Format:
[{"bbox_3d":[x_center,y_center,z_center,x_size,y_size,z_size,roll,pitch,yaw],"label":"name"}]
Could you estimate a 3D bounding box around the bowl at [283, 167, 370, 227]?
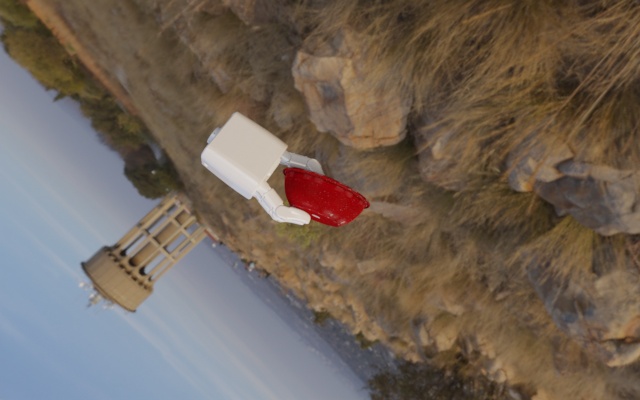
[{"bbox_3d":[0.001,0.004,0.814,0.162,0.055,0.162,21,-11,4],"label":"bowl"}]
